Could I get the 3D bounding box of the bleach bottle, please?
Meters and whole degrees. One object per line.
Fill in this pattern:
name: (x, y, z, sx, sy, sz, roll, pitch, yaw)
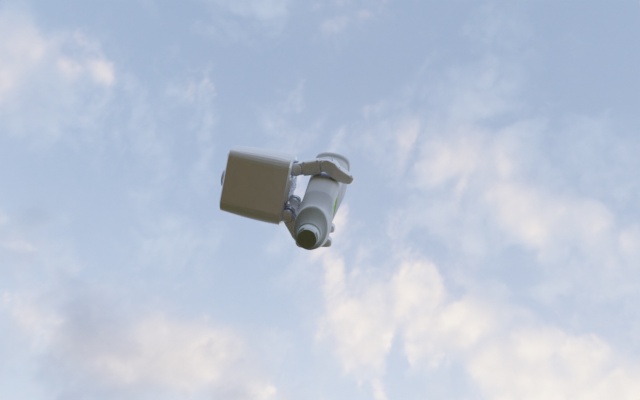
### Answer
bleach bottle: (0.000, 0.003, 0.767, 0.068, 0.103, 0.250, 10, 21, 5)
